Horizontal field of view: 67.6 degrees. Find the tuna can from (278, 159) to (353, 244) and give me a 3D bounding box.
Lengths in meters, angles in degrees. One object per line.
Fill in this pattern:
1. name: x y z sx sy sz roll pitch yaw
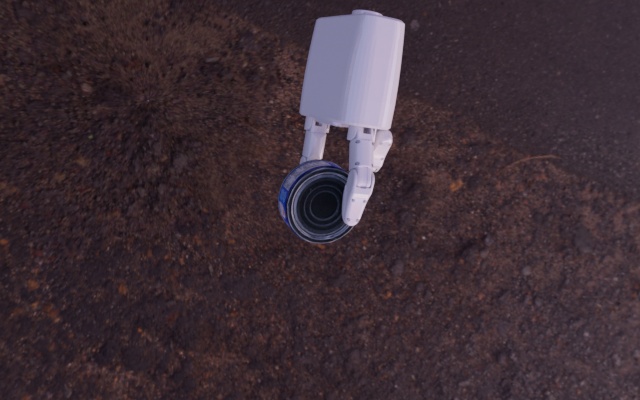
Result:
1. tuna can: 0.000 0.002 0.506 0.086 0.086 0.033 0 17 -19
